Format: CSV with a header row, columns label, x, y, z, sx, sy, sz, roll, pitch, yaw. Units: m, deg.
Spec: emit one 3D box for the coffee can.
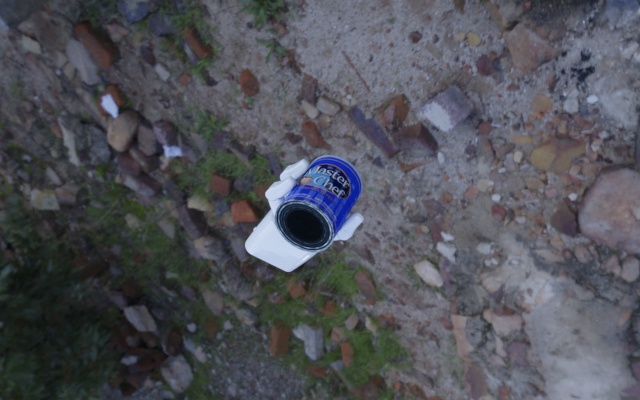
label,x,y,z,sx,sy,sz,roll,pitch,yaw
coffee can,0.000,0.002,0.792,0.103,0.103,0.140,0,34,27
